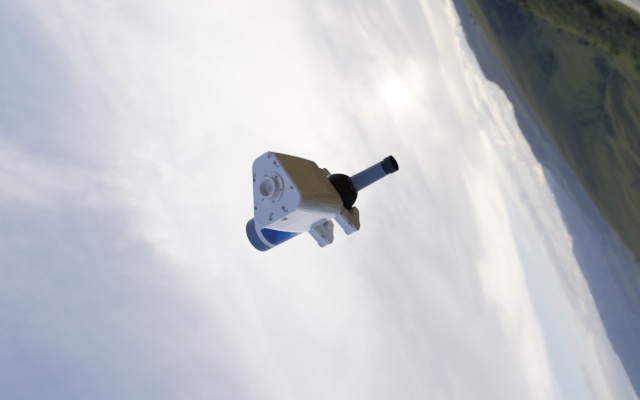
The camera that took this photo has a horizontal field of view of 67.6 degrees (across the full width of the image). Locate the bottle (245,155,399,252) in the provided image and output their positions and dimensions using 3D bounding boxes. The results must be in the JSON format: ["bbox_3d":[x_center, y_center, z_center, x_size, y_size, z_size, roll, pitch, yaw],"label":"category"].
[{"bbox_3d":[0.000,0.003,0.805,0.296,0.069,0.069,-28,-14,28],"label":"bottle"}]
